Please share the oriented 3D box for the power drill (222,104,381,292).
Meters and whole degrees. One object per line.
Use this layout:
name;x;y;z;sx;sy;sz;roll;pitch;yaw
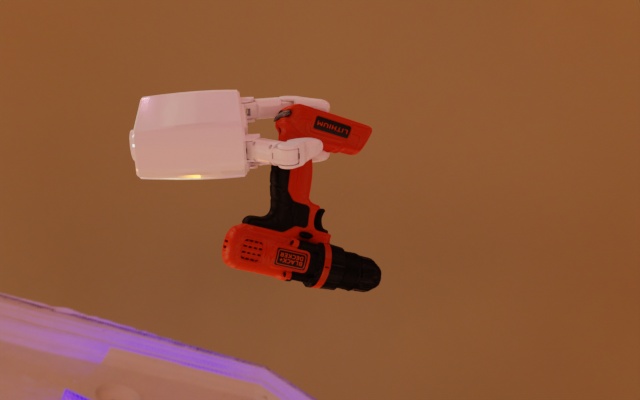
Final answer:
power drill;0.000;0.001;0.526;0.184;0.187;0.057;15;-7;-23
